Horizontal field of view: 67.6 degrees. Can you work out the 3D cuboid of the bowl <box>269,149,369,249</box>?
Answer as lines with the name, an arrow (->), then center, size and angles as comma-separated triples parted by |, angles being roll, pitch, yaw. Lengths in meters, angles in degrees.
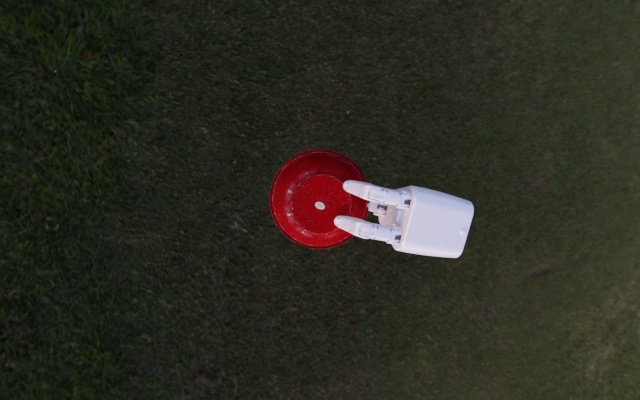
bowl -> -0.001, 0.003, 0.738 | 0.162, 0.162, 0.055 | 0, 8, -2
